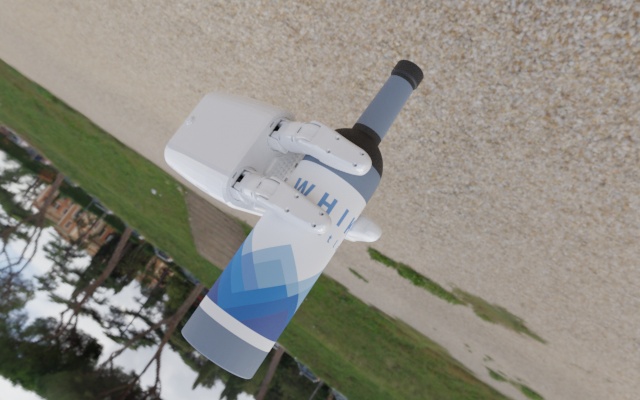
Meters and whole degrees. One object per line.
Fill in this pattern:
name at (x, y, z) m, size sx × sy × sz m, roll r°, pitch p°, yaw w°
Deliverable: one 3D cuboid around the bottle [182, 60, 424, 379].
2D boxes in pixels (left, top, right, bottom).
bottle at (0.000, 0.002, 0.402) m, size 0.069 × 0.295 × 0.069 m, roll 33°, pitch -11°, yaw 7°
